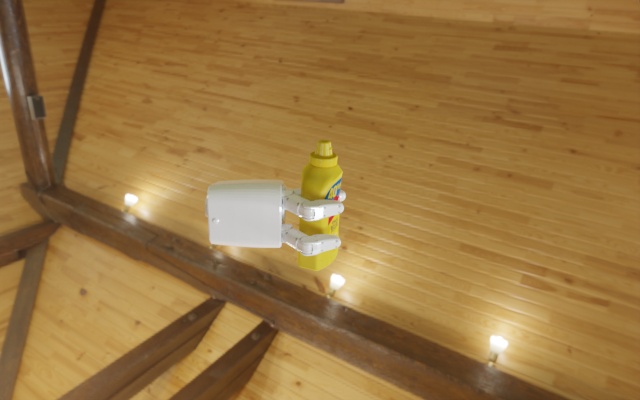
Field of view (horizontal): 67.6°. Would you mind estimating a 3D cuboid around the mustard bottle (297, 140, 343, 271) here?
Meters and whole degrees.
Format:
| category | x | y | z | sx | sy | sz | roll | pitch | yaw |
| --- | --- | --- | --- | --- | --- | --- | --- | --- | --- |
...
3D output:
| category | x | y | z | sx | sy | sz | roll | pitch | yaw |
| --- | --- | --- | --- | --- | --- | --- | --- | --- | --- |
| mustard bottle | 0.000 | 0.003 | 0.722 | 0.058 | 0.192 | 0.096 | 11 | 25 | 19 |
